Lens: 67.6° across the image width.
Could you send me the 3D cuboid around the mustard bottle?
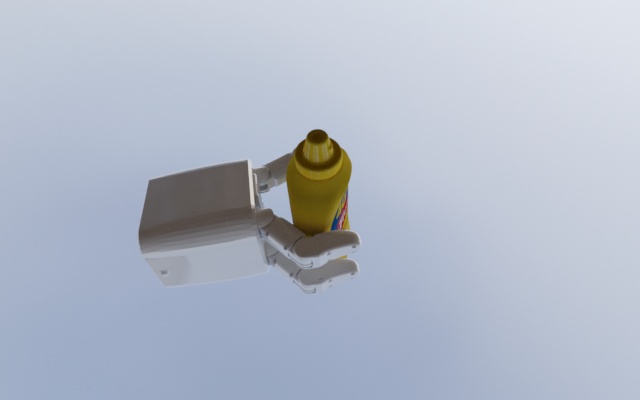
[{"bbox_3d":[0.000,0.002,0.465,0.058,0.096,0.192,10,-33,9],"label":"mustard bottle"}]
